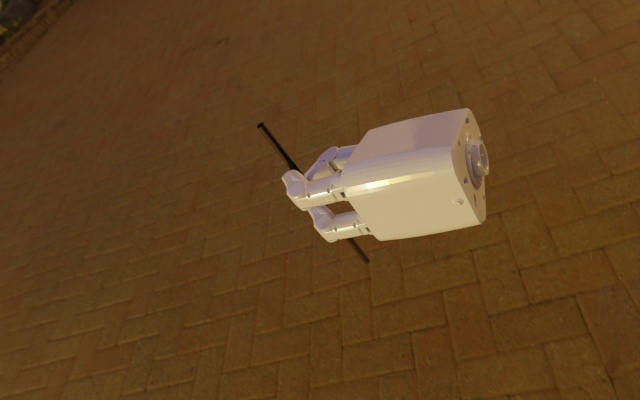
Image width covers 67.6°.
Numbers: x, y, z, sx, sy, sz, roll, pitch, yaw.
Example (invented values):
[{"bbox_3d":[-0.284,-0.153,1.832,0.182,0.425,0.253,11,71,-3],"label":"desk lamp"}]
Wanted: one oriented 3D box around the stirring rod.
[{"bbox_3d":[0.000,0.002,0.545,0.011,0.011,0.240,0,-40,40],"label":"stirring rod"}]
